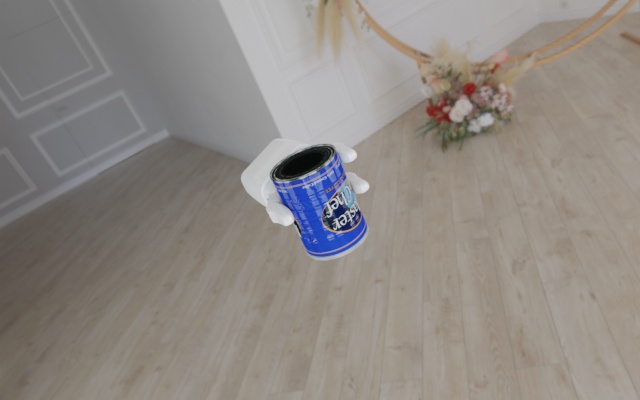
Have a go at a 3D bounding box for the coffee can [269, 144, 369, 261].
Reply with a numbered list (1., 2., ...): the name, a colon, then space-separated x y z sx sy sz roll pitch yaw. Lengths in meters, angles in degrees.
1. coffee can: 0.000 0.003 0.703 0.103 0.140 0.102 -19 26 10
